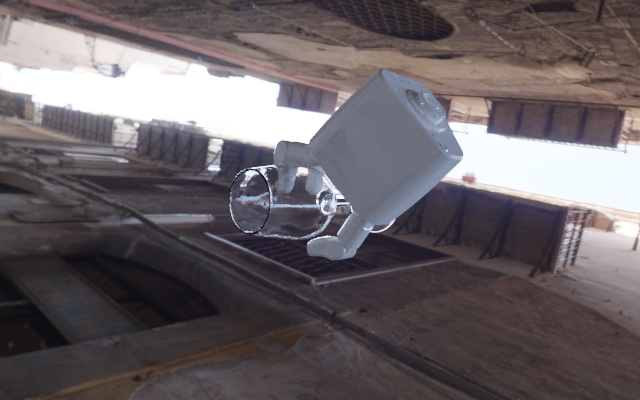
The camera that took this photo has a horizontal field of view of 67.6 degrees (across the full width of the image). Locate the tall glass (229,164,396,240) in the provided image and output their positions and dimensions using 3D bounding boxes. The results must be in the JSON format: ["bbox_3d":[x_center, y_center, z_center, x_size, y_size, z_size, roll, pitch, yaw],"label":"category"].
[{"bbox_3d":[0.000,0.002,0.516,0.079,0.079,0.201,0,0,42],"label":"tall glass"}]
